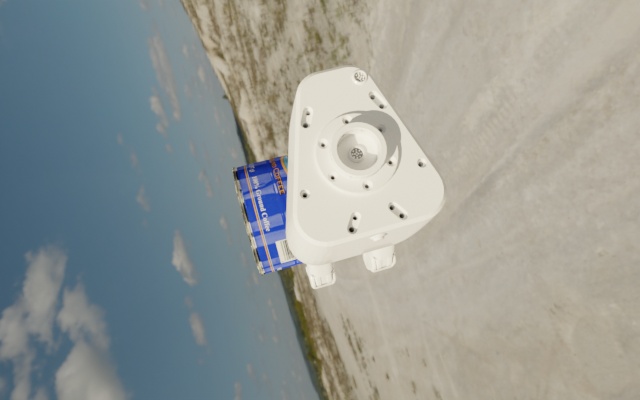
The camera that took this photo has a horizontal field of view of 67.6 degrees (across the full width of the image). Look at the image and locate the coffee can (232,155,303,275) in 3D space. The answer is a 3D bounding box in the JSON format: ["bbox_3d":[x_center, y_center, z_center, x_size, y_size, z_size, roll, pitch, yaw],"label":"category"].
[{"bbox_3d":[0.000,0.001,0.444,0.140,0.103,0.103,-15,2,-6],"label":"coffee can"}]
